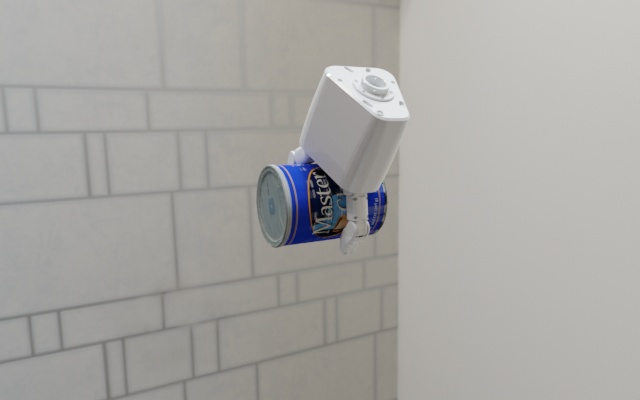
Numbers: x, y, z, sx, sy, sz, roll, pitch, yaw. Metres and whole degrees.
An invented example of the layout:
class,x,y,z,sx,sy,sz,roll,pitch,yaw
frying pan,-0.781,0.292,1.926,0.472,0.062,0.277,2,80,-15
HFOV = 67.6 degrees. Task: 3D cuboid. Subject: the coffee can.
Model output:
class,x,y,z,sx,sy,sz,roll,pitch,yaw
coffee can,0.000,0.002,0.620,0.140,0.103,0.103,-5,2,-27
